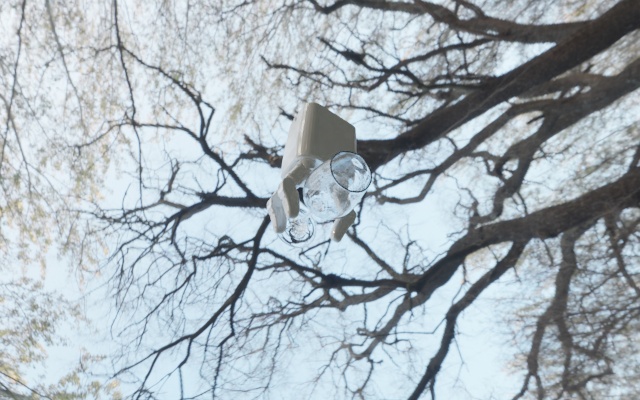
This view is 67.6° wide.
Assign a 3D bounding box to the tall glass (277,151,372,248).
[{"bbox_3d":[0.000,0.003,0.702,0.079,0.079,0.201,0,-24,-26],"label":"tall glass"}]
